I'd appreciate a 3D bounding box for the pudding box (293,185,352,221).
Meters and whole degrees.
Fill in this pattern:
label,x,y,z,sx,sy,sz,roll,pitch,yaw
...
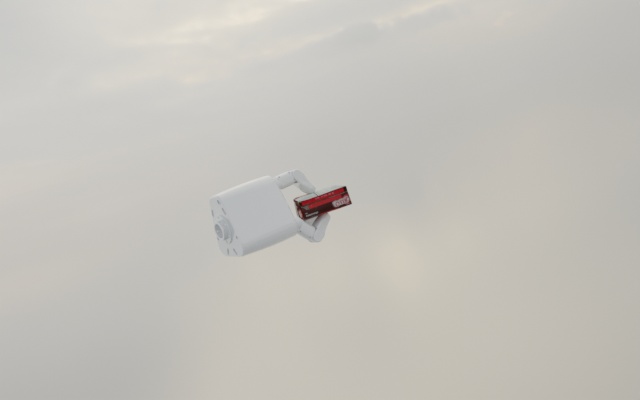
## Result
label,x,y,z,sx,sy,sz,roll,pitch,yaw
pudding box,0.000,0.003,0.864,0.090,0.039,0.113,-18,7,-8
